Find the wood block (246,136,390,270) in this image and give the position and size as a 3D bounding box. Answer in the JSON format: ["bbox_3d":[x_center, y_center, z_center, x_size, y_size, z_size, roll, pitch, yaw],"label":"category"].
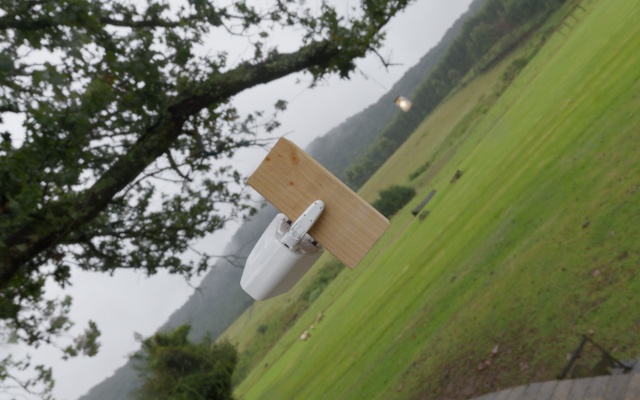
[{"bbox_3d":[0.000,0.003,0.741,0.206,0.090,0.091,39,7,3],"label":"wood block"}]
